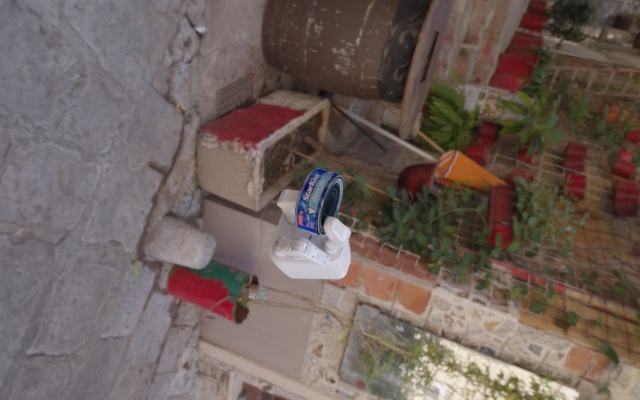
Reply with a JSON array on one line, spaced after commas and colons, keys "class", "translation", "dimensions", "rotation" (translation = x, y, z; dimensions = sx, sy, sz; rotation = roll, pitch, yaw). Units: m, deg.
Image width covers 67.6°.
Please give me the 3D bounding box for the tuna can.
[{"class": "tuna can", "translation": [0.001, 0.002, 0.627], "dimensions": [0.034, 0.086, 0.086], "rotation": [18, 6, 18]}]
